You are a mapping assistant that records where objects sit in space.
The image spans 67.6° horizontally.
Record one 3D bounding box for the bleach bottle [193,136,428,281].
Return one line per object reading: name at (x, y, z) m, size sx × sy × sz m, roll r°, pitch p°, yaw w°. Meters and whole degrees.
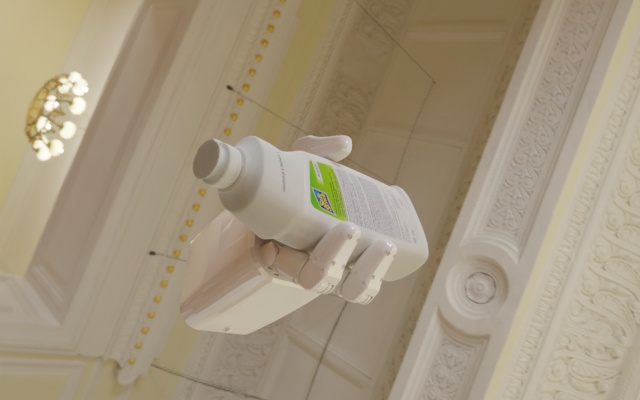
bleach bottle at (0.000, 0.001, 0.412) m, size 0.068 × 0.102 × 0.251 m, roll -36°, pitch -37°, yaw 25°
